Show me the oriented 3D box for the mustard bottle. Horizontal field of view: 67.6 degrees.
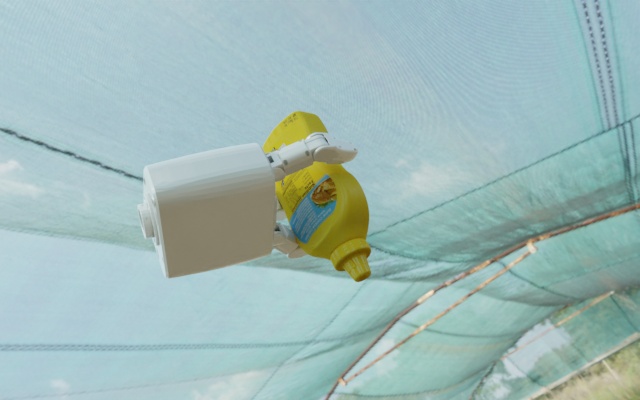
[{"bbox_3d":[0.000,0.001,0.505,0.058,0.191,0.096,3,-43,-43],"label":"mustard bottle"}]
